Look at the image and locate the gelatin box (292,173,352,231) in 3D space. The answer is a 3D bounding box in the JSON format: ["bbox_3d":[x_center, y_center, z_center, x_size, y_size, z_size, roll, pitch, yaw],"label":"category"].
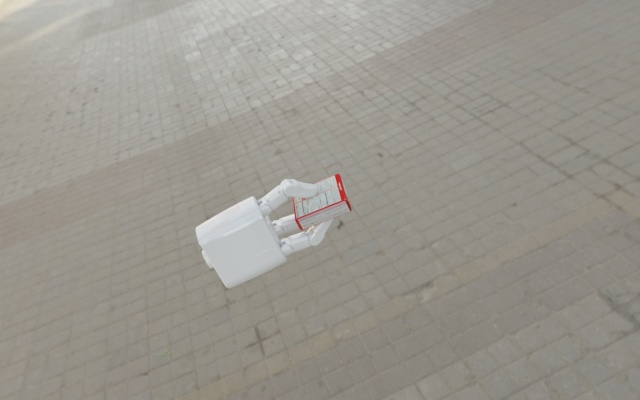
[{"bbox_3d":[0.000,0.002,0.770,0.089,0.030,0.073,-23,37,8],"label":"gelatin box"}]
